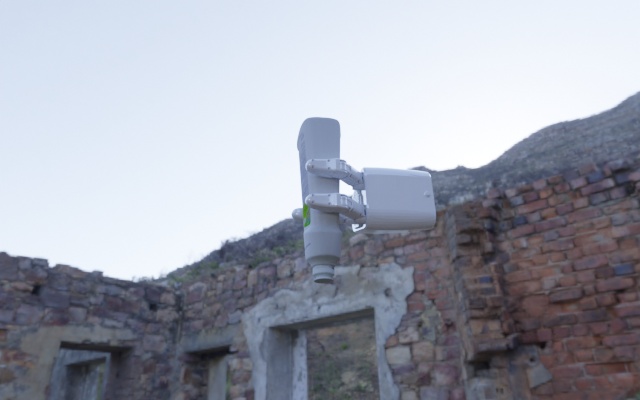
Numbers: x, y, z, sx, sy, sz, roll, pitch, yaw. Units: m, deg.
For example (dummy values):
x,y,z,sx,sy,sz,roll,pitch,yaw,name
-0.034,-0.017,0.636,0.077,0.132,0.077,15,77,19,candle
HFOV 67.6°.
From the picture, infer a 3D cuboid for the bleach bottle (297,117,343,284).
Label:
x,y,z,sx,sy,sz,roll,pitch,yaw,name
0.000,0.002,0.727,0.068,0.250,0.103,2,-24,-8,bleach bottle
